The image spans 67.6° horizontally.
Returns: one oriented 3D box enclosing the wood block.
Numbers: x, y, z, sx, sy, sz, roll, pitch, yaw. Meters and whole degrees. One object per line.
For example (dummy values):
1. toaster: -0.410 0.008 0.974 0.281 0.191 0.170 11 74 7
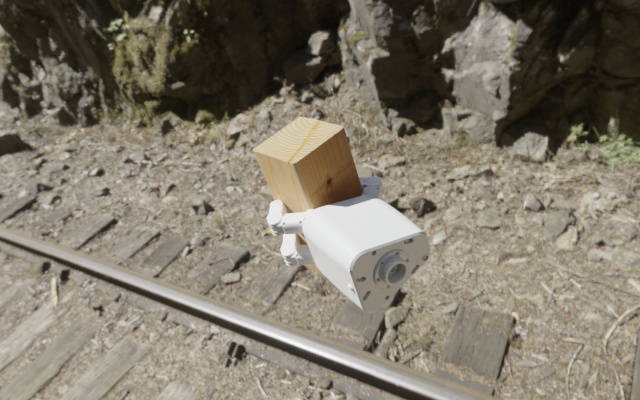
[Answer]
1. wood block: 0.001 0.002 0.657 0.090 0.206 0.090 -39 39 -27
